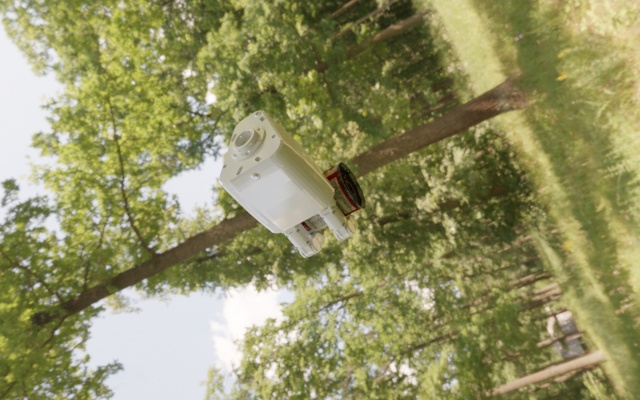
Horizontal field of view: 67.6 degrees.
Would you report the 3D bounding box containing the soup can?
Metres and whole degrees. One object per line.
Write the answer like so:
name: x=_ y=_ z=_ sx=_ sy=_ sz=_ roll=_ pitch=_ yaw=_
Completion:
soup can: x=0.000 y=0.002 z=0.646 sx=0.102 sy=0.068 sz=0.068 roll=-28 pitch=-10 yaw=19
